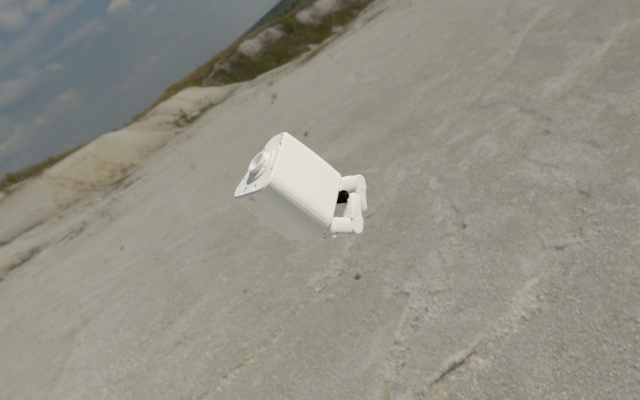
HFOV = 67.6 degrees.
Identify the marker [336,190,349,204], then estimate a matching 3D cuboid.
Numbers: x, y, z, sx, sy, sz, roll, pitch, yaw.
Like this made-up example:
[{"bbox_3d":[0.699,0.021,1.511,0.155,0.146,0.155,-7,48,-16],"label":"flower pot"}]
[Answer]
[{"bbox_3d":[0.000,0.002,0.711,0.020,0.020,0.121,0,-8,-38],"label":"marker"}]
